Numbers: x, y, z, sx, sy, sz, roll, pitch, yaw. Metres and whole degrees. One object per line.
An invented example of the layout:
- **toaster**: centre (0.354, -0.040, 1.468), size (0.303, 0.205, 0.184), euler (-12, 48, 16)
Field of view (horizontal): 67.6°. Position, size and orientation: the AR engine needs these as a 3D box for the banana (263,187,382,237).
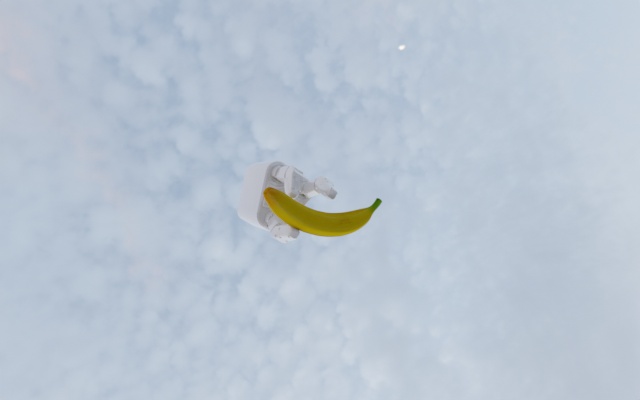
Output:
- **banana**: centre (0.001, 0.021, 0.726), size (0.198, 0.069, 0.037), euler (5, 7, -28)
